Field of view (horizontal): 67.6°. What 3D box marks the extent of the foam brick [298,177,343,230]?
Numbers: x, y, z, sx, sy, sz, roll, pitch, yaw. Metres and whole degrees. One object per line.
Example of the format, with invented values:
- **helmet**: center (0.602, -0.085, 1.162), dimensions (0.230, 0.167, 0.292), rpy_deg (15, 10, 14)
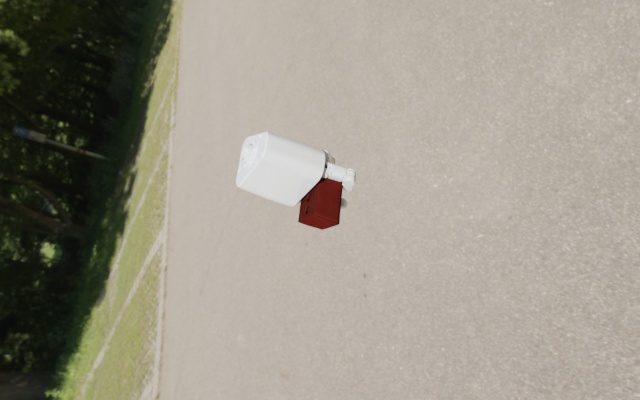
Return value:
- **foam brick**: center (0.000, 0.003, 0.798), dimensions (0.051, 0.078, 0.053), rpy_deg (19, -25, -29)
